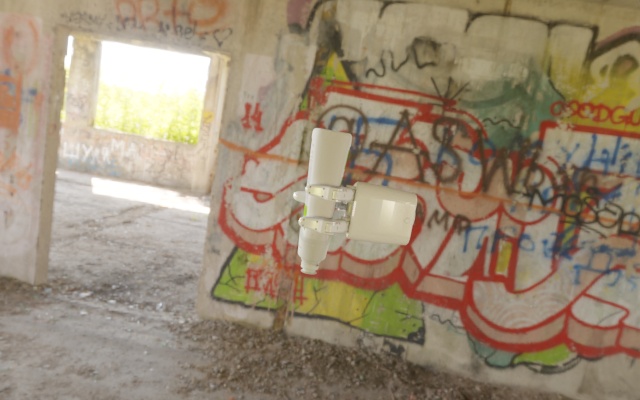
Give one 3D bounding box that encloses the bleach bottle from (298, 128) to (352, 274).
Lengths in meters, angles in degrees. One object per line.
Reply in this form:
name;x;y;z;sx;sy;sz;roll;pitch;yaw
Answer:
bleach bottle;0.000;0.003;0.836;0.068;0.251;0.102;9;8;-3
